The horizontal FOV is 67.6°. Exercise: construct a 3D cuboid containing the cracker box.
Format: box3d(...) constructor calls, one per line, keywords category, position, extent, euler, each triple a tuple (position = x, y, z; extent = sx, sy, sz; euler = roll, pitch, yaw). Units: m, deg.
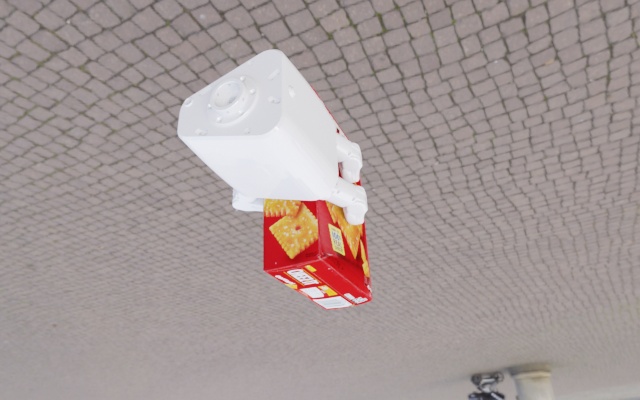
box3d(category="cracker box", position=(0.000, 0.002, 0.558), extent=(0.072, 0.213, 0.164), euler=(-13, -30, 19))
